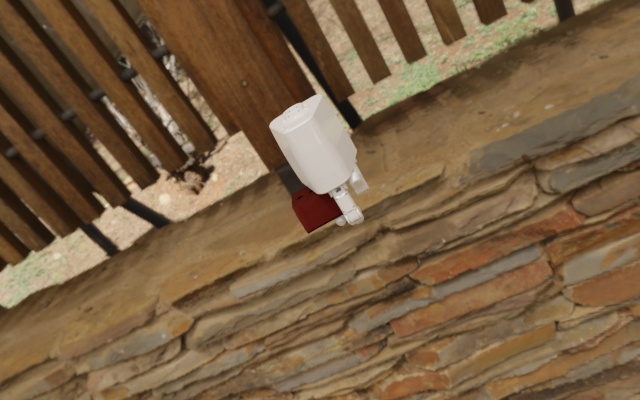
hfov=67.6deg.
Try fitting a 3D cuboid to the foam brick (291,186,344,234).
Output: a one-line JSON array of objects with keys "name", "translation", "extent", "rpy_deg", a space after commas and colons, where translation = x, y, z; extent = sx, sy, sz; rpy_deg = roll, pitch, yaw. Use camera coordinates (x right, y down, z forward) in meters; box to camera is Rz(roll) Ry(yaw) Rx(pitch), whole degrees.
[{"name": "foam brick", "translation": [0.000, 0.003, 0.729], "extent": [0.078, 0.051, 0.053], "rpy_deg": [-29, 24, 8]}]
